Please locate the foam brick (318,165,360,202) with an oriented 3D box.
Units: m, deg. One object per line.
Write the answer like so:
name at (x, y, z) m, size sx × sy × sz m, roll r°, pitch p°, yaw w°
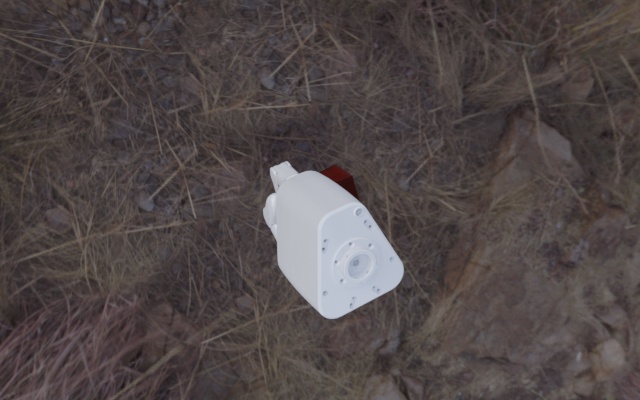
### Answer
foam brick at (0.000, 0.002, 0.546) m, size 0.078 × 0.053 × 0.051 m, roll -25°, pitch 25°, yaw -15°
